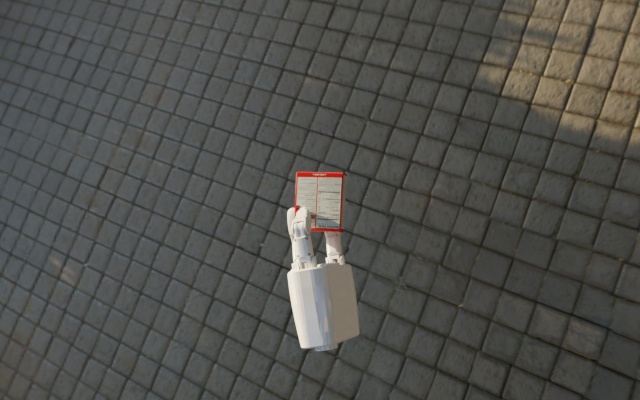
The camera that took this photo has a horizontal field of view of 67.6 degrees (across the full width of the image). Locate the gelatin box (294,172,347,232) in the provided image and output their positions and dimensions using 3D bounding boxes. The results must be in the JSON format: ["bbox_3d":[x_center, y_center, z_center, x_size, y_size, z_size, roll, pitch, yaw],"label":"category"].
[{"bbox_3d":[0.000,0.002,0.718,0.073,0.089,0.030,2,-3,16],"label":"gelatin box"}]
